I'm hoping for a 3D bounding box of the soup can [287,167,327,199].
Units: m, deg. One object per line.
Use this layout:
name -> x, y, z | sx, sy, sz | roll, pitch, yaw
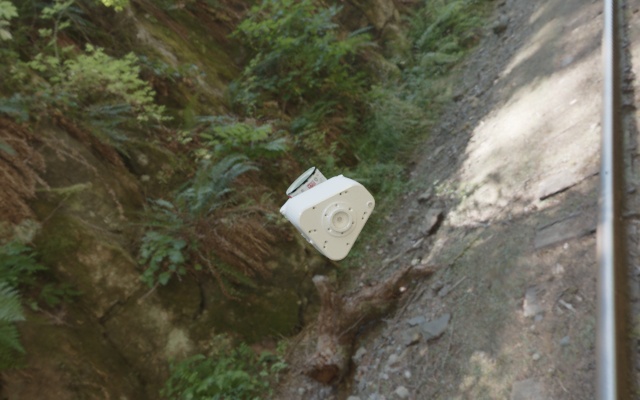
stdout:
soup can -> 0.000, 0.002, 0.805 | 0.068, 0.102, 0.068 | -40, 12, 11
